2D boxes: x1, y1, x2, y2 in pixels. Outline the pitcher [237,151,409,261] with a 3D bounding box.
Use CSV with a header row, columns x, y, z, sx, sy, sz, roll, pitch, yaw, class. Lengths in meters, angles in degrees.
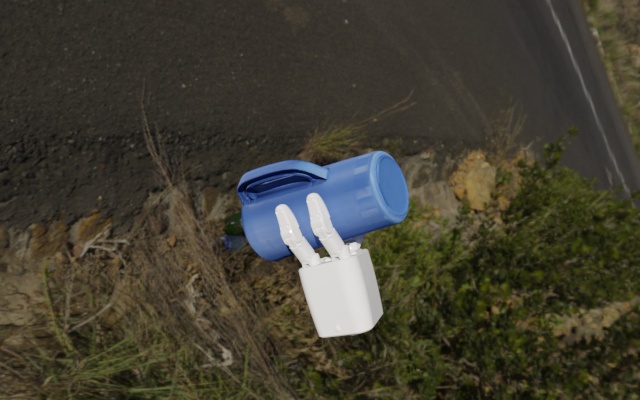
x,y,z,sx,sy,sz,roll,pitch,yaw,class
0.000,0.003,0.731,0.243,0.145,0.149,-17,-4,33,pitcher
